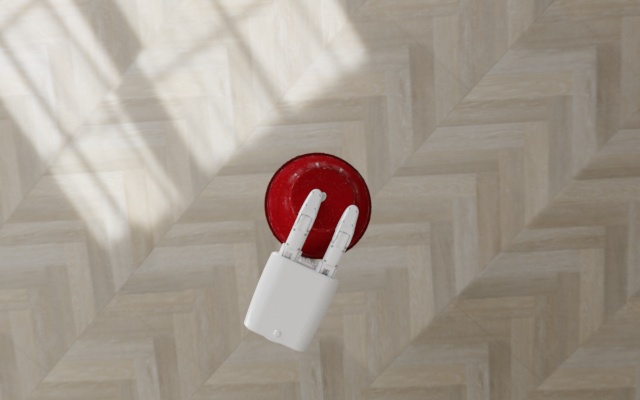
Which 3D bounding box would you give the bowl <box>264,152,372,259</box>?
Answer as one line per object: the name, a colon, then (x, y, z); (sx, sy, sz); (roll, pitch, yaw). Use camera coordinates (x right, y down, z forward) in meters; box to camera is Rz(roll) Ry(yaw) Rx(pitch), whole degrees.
bowl: (0.000, 0.001, 0.687); (0.162, 0.162, 0.055); (0, -10, -7)
